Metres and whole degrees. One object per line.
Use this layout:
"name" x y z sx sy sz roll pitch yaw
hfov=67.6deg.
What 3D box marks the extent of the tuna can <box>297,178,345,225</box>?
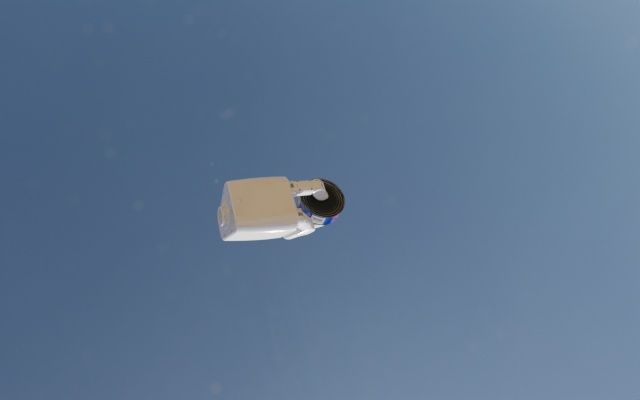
"tuna can" 0.000 0.003 0.893 0.086 0.086 0.034 0 -32 -20
